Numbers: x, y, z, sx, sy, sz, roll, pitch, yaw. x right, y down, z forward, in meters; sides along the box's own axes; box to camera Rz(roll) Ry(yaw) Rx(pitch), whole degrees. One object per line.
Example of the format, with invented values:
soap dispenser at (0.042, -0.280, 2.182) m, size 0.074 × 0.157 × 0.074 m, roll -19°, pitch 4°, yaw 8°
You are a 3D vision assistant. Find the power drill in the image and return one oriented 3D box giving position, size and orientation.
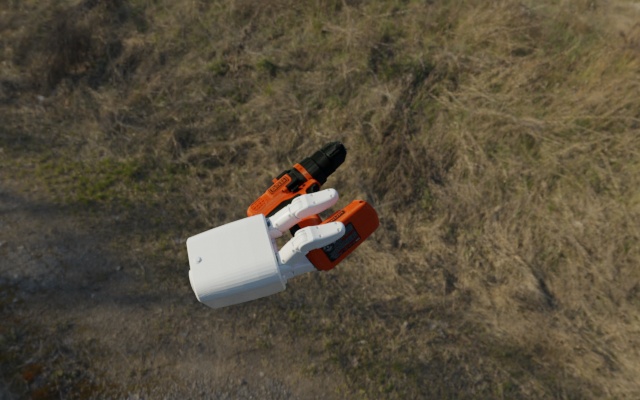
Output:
power drill at (0.000, 0.003, 0.679) m, size 0.057 × 0.184 × 0.187 m, roll 53°, pitch -8°, yaw -37°
